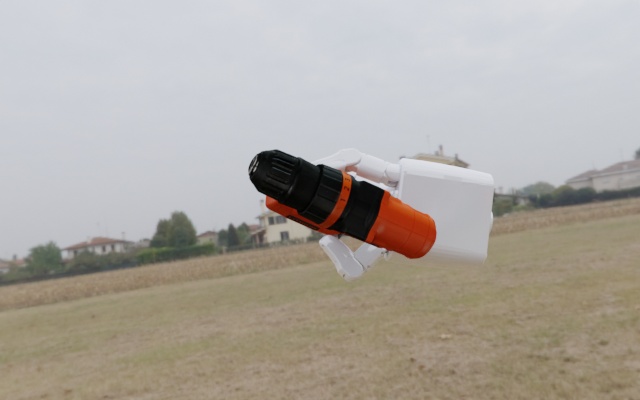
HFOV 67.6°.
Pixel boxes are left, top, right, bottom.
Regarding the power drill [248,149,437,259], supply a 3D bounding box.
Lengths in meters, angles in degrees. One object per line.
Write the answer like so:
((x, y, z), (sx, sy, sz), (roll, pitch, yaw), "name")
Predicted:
((0.000, 0.002, 0.488), (0.184, 0.057, 0.187), (25, -4, -18), "power drill")
